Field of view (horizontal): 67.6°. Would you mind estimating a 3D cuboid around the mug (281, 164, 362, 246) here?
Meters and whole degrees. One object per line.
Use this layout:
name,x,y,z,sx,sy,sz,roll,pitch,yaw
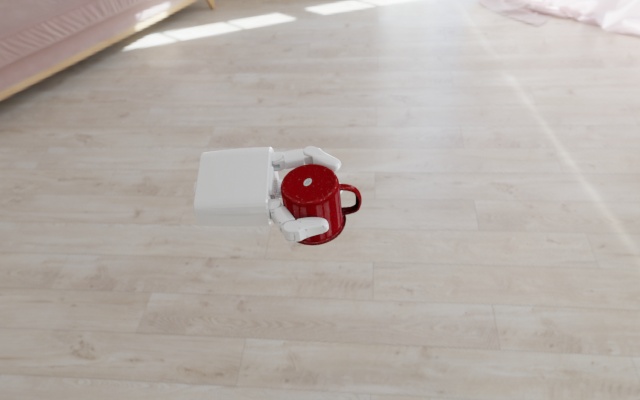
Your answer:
mug,0.002,0.002,0.678,0.117,0.093,0.082,-4,-44,3
